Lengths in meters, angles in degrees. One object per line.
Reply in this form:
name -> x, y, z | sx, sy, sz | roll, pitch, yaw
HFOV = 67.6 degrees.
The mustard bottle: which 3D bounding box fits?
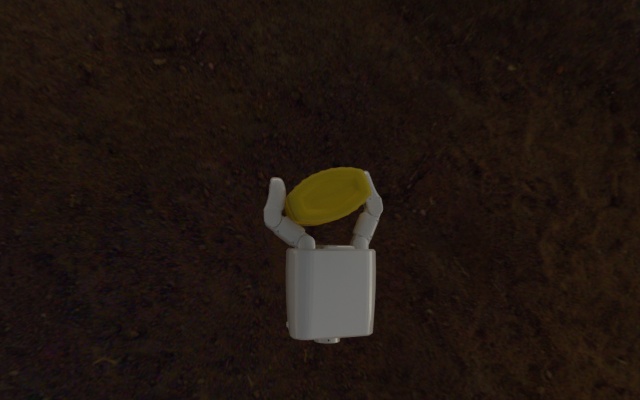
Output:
mustard bottle -> 0.000, 0.002, 0.624 | 0.096, 0.058, 0.191 | -22, -2, -8
